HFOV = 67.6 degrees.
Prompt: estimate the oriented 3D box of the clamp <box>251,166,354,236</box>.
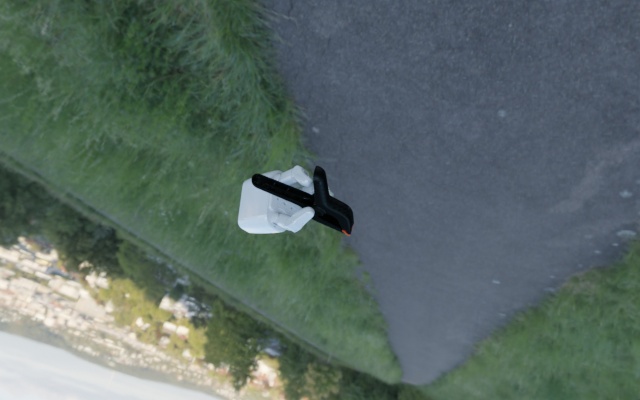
[{"bbox_3d":[0.000,0.004,0.843,0.210,0.036,0.164,35,-27,-33],"label":"clamp"}]
